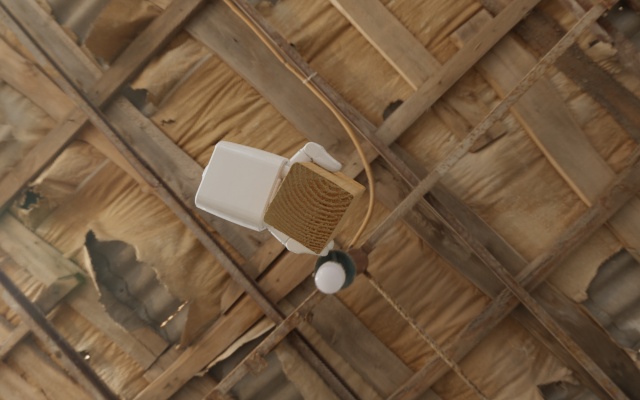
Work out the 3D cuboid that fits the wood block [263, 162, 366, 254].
[{"bbox_3d":[0.000,0.002,0.700,0.090,0.091,0.206,31,9,6],"label":"wood block"}]
